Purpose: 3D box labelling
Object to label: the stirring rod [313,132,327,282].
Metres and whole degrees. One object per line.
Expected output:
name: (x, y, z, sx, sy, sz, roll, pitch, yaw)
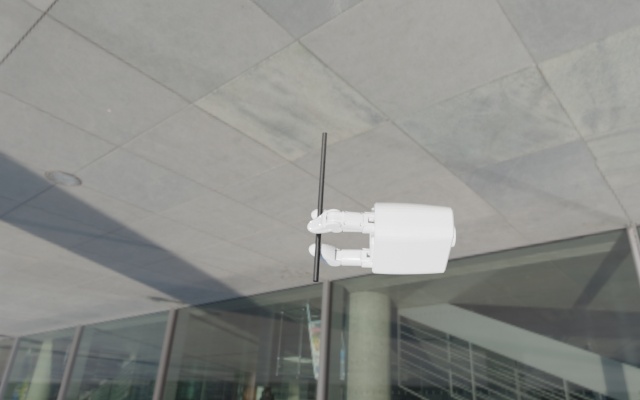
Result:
stirring rod: (0.000, 0.002, 0.704, 0.011, 0.239, 0.011, 3, -26, 1)
